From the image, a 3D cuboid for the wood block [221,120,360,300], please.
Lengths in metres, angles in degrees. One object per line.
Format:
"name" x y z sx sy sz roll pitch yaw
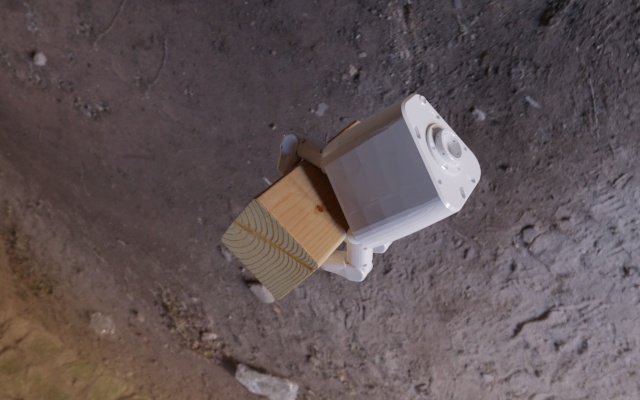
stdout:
"wood block" 0.000 0.001 0.539 0.206 0.091 0.090 -42 -2 -46
